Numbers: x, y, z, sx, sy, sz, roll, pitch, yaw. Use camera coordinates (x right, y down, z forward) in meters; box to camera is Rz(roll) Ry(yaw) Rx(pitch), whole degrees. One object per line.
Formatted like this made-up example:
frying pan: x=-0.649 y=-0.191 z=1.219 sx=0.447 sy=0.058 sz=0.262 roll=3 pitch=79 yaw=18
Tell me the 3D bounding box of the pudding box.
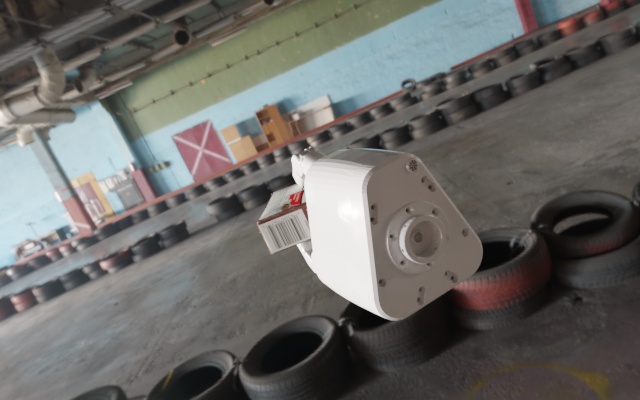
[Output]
pudding box: x=0.000 y=0.001 z=0.473 sx=0.113 sy=0.039 sz=0.090 roll=-20 pitch=16 yaw=11
